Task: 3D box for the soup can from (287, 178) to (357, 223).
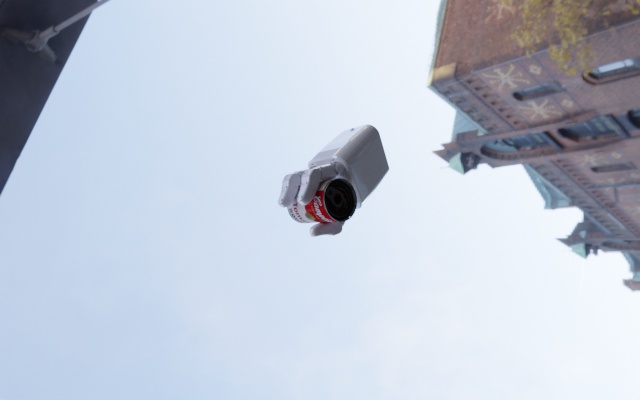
[{"bbox_3d":[0.000,0.003,0.775,0.068,0.068,0.102,0,-4,-39],"label":"soup can"}]
